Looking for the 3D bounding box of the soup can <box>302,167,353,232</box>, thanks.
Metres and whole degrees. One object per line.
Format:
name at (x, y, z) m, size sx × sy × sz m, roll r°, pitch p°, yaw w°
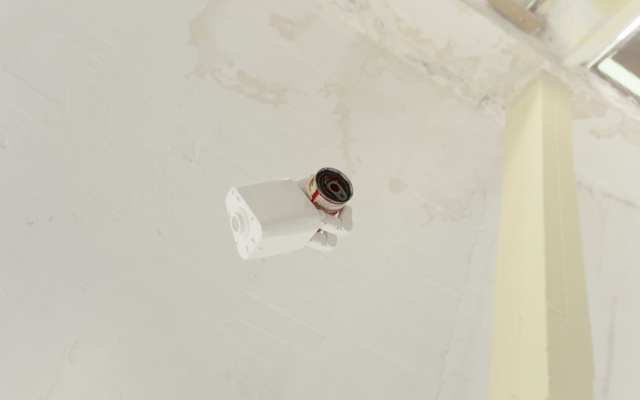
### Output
soup can at (0.000, 0.003, 0.785) m, size 0.068 × 0.068 × 0.102 m, roll 0°, pitch -33°, yaw -31°
